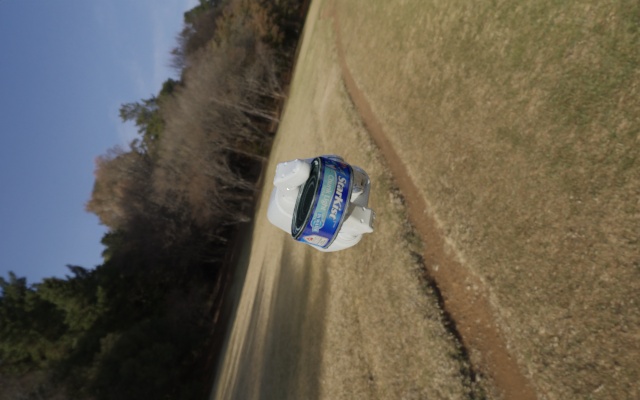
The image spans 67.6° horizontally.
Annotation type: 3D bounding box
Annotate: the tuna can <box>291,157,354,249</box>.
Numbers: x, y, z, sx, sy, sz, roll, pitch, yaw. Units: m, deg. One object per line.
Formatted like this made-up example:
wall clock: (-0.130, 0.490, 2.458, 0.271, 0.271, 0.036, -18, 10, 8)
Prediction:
tuna can: (0.000, 0.001, 0.461, 0.034, 0.086, 0.086, 17, -4, -13)
